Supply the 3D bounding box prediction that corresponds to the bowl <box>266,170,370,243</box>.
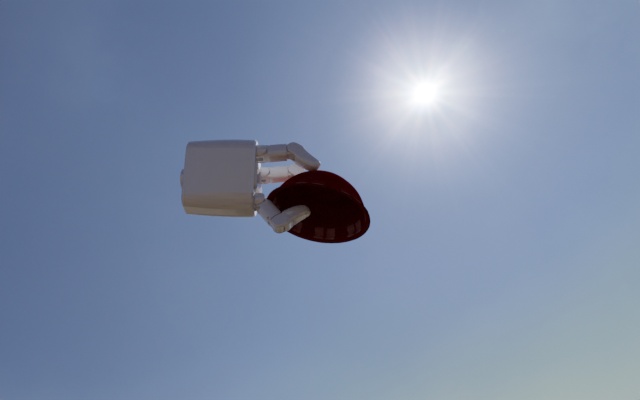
[{"bbox_3d":[0.001,0.002,0.736,0.162,0.055,0.162,9,-34,6],"label":"bowl"}]
